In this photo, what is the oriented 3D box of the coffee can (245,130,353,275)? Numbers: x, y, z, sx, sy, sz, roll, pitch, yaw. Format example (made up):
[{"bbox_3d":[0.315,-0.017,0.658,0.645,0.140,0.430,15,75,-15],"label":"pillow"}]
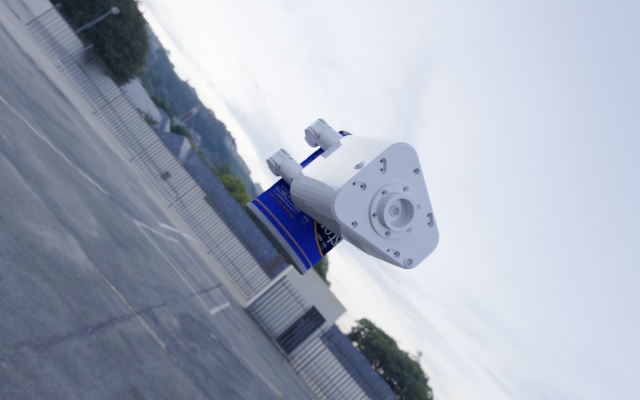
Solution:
[{"bbox_3d":[0.000,0.002,0.550,0.140,0.103,0.103,-40,8,-11],"label":"coffee can"}]
